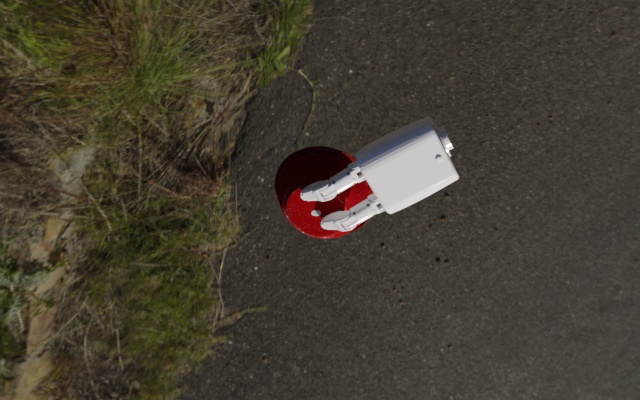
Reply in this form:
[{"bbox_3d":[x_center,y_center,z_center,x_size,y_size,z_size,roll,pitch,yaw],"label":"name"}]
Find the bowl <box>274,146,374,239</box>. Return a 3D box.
[{"bbox_3d":[-0.001,0.003,0.718,0.162,0.162,0.055,0,33,17],"label":"bowl"}]
